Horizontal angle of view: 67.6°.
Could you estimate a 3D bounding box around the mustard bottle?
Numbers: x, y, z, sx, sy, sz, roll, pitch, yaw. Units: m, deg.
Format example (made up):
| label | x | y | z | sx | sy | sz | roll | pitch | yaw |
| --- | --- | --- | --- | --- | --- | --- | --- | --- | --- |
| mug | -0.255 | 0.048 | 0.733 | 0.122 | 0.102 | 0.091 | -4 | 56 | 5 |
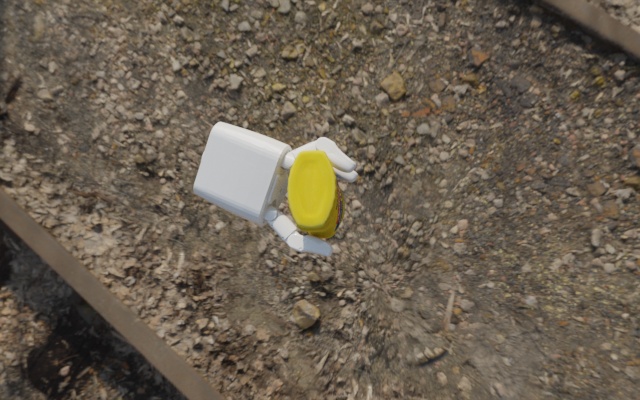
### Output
| label | x | y | z | sx | sy | sz | roll | pitch | yaw |
| --- | --- | --- | --- | --- | --- | --- | --- | --- | --- |
| mustard bottle | 0.000 | 0.002 | 0.645 | 0.058 | 0.096 | 0.192 | -2 | -10 | 6 |
